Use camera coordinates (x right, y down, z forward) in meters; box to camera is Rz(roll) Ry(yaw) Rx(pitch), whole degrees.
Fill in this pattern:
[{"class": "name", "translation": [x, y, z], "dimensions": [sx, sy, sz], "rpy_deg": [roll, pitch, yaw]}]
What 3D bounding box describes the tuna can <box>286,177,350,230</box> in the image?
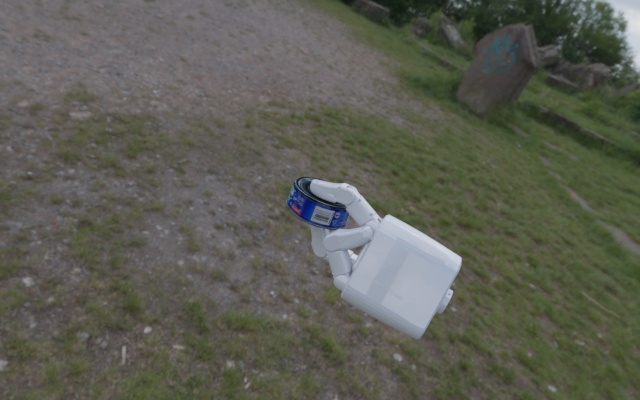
[{"class": "tuna can", "translation": [0.000, 0.002, 0.631], "dimensions": [0.086, 0.034, 0.086], "rpy_deg": [19, 22, -8]}]
